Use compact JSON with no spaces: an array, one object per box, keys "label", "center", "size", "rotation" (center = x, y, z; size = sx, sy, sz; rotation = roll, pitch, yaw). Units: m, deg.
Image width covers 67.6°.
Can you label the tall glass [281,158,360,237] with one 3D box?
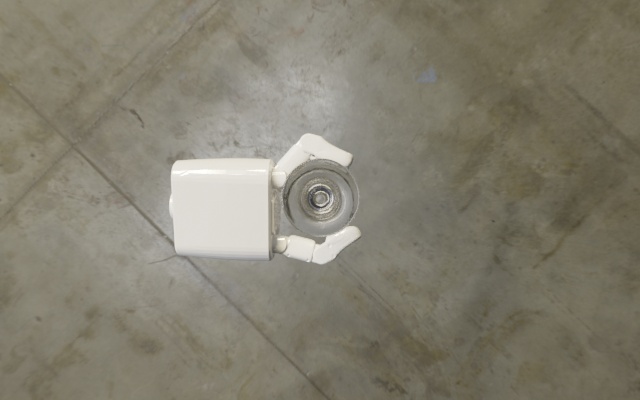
[{"label":"tall glass","center":[0.000,0.002,0.547],"size":[0.079,0.079,0.201],"rotation":[0,-3,1]}]
